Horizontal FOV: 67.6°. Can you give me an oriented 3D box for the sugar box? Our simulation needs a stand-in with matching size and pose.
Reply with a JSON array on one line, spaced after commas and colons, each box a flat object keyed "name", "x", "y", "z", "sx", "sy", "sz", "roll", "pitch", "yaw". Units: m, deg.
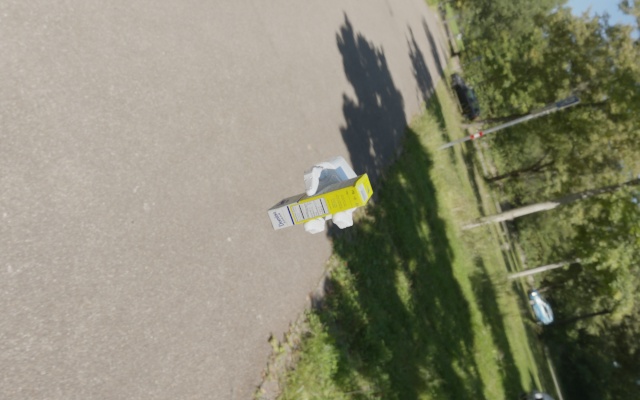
[{"name": "sugar box", "x": 0.000, "y": 0.003, "z": 0.873, "sx": 0.176, "sy": 0.048, "sz": 0.093, "roll": -19, "pitch": 9, "yaw": 20}]
